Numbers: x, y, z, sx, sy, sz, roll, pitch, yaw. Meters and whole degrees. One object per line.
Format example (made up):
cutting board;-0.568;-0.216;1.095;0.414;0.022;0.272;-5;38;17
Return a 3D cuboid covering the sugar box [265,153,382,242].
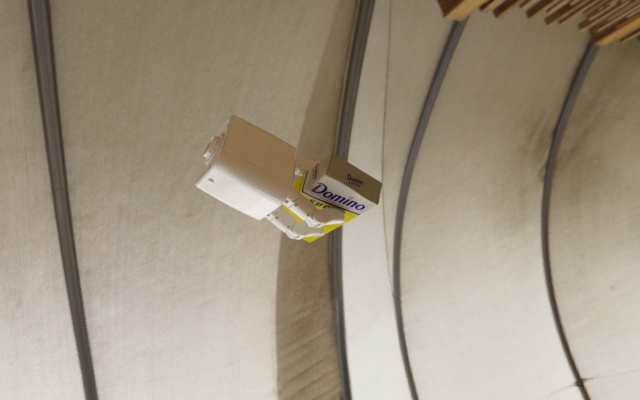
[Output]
sugar box;0.000;0.003;0.717;0.093;0.048;0.176;29;-34;-22
